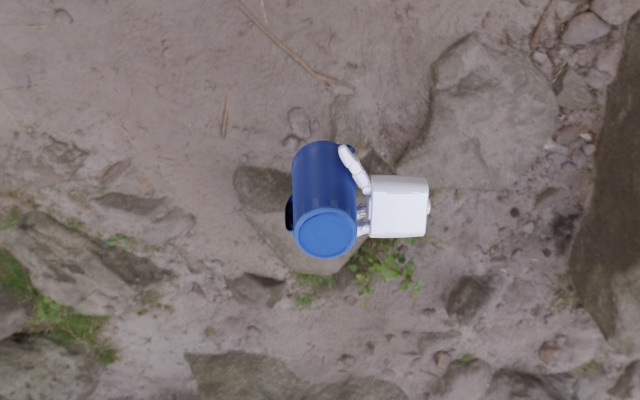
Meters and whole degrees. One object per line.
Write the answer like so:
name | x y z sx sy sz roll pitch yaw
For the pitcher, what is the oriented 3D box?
pitcher | 0.000 0.003 0.898 0.145 0.149 0.242 0 32 0
